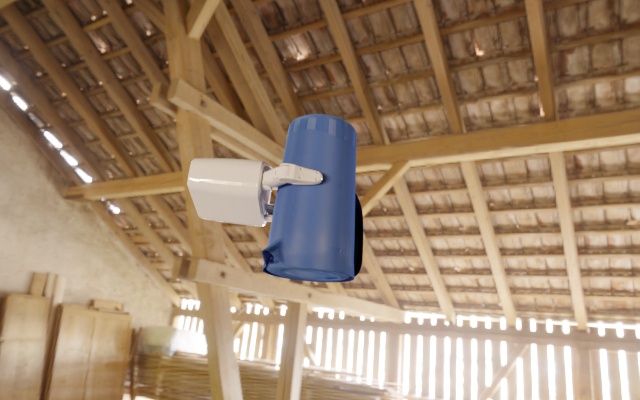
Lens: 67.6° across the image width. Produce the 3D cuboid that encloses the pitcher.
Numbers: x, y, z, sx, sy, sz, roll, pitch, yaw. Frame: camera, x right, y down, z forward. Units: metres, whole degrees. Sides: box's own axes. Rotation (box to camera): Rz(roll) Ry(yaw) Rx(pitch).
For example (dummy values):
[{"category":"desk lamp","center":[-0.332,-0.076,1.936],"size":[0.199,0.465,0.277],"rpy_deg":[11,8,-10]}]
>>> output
[{"category":"pitcher","center":[0.000,0.002,0.726],"size":[0.145,0.242,0.149],"rpy_deg":[5,-17,3]}]
